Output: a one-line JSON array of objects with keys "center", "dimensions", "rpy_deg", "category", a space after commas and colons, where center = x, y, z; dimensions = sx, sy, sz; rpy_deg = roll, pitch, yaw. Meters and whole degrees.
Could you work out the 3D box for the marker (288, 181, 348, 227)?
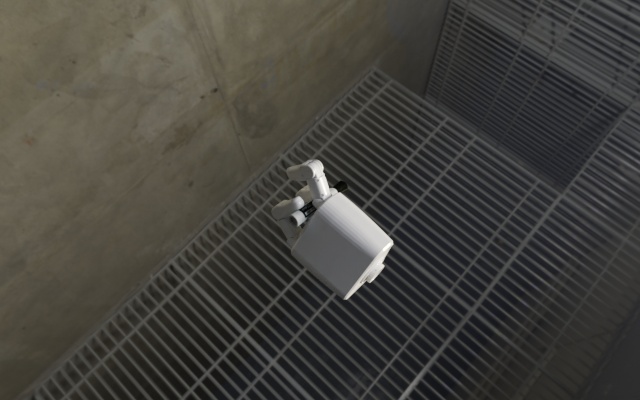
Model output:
[{"center": [0.000, 0.002, 0.690], "dimensions": [0.020, 0.020, 0.121], "rpy_deg": [0, 26, 44], "category": "marker"}]
